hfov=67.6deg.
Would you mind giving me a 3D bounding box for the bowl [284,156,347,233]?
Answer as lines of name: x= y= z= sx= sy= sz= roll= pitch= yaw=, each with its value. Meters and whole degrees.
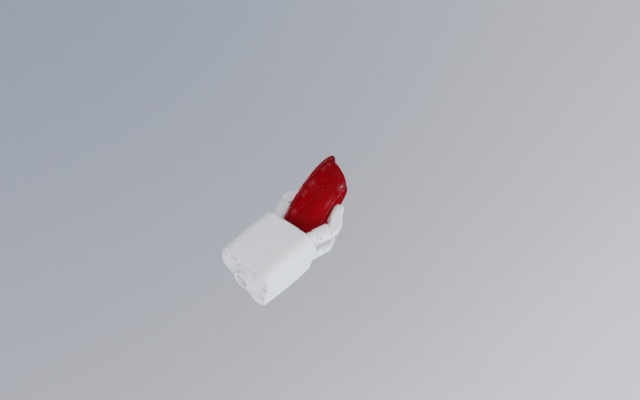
bowl: x=0.001 y=0.002 z=0.843 sx=0.055 sy=0.162 sz=0.162 roll=33 pitch=6 yaw=10
